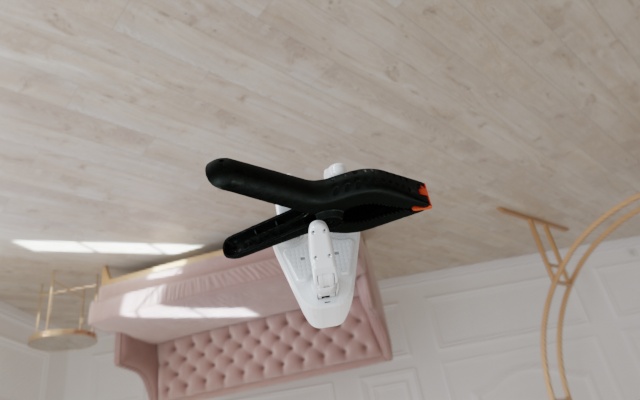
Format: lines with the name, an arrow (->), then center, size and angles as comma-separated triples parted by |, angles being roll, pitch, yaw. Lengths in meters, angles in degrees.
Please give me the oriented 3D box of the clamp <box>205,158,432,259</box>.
clamp -> 0.001, 0.002, 0.436 | 0.210, 0.036, 0.165 | -9, -27, -3
